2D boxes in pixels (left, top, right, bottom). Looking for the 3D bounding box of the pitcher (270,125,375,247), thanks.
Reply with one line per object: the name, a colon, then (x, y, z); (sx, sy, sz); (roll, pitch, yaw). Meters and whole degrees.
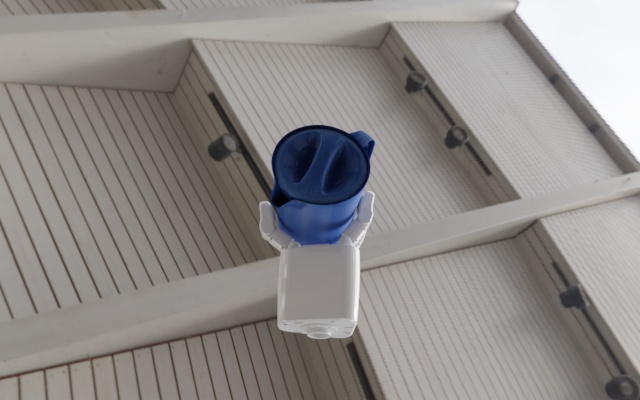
pitcher: (0.000, 0.003, 0.739); (0.149, 0.145, 0.243); (2, -31, -4)
